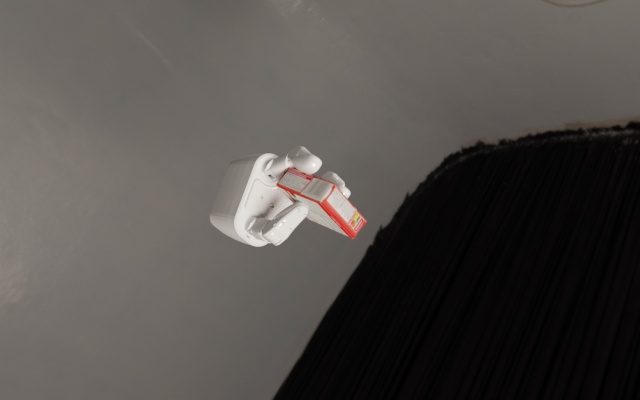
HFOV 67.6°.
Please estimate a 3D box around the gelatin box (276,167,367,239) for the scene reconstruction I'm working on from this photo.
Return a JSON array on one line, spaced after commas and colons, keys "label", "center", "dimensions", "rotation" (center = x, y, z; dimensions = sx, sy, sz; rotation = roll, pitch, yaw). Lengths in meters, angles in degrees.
[{"label": "gelatin box", "center": [0.000, 0.002, 0.550], "dimensions": [0.089, 0.030, 0.073], "rotation": [22, -20, 48]}]
